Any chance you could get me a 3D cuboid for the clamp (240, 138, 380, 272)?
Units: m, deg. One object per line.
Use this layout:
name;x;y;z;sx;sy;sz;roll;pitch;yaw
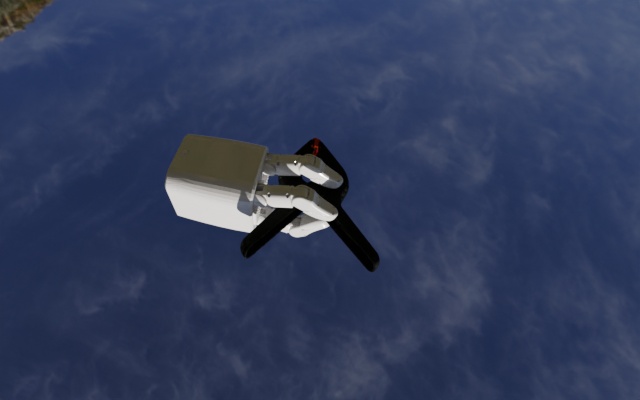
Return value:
clamp;0.000;0.002;0.619;0.164;0.209;0.036;13;-41;-3
